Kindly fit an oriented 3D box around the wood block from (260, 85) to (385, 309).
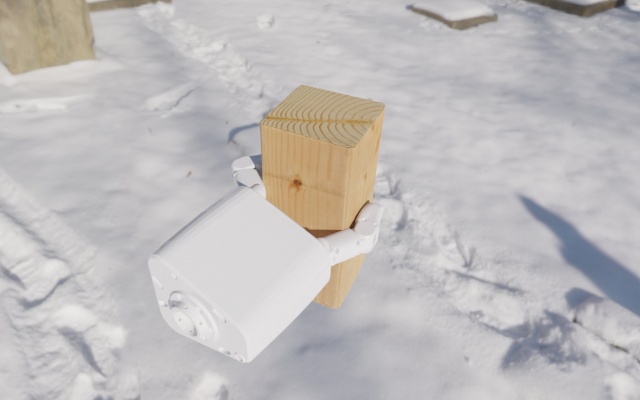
[{"bbox_3d":[0.000,0.002,0.493,0.091,0.206,0.090,17,41,17],"label":"wood block"}]
